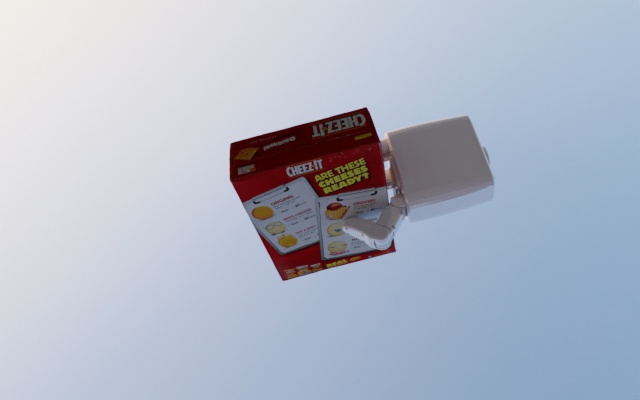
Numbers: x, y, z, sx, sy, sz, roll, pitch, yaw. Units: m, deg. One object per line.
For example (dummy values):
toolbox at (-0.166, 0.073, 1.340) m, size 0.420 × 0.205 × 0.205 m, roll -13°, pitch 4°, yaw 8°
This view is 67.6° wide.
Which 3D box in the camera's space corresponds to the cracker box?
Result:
cracker box at (0.000, 0.002, 0.592) m, size 0.164 × 0.072 × 0.214 m, roll -15°, pitch -41°, yaw 3°
